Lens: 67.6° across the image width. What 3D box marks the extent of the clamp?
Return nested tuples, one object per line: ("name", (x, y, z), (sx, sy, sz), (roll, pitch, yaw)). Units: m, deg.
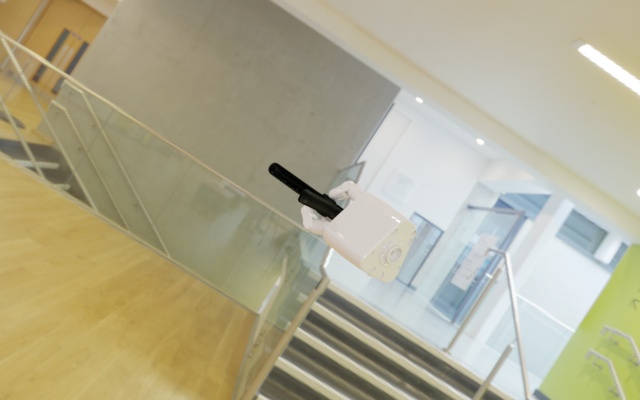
("clamp", (0.001, 0.003, 0.884), (0.210, 0.036, 0.164), (32, 6, -40))
